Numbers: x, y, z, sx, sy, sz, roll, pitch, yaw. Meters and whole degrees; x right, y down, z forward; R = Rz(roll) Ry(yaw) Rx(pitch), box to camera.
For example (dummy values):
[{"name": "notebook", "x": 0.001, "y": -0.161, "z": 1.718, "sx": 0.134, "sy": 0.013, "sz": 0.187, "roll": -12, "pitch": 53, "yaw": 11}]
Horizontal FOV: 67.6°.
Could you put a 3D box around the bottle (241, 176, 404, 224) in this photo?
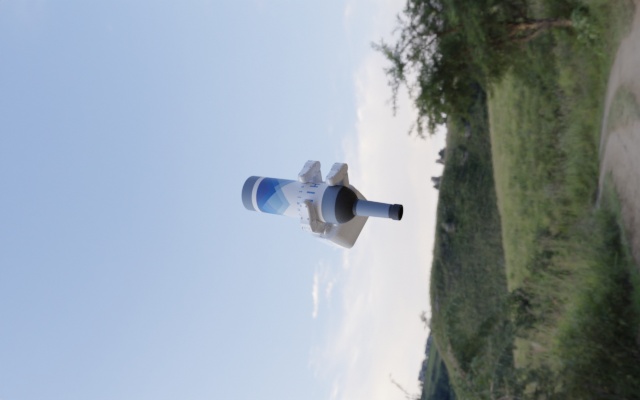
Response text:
[{"name": "bottle", "x": 0.000, "y": 0.003, "z": 0.836, "sx": 0.295, "sy": 0.069, "sz": 0.069, "roll": 7, "pitch": 3, "yaw": 27}]
